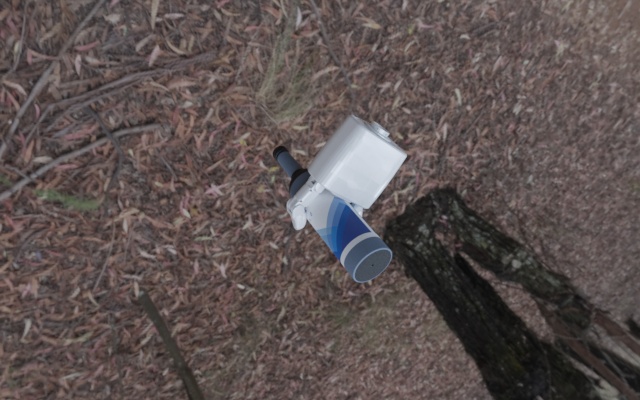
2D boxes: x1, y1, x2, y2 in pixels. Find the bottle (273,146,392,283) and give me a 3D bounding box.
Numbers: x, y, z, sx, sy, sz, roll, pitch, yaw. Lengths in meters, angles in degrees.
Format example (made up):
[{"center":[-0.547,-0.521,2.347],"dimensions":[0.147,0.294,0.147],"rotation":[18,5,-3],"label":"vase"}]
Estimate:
[{"center":[0.000,0.003,0.759],"dimensions":[0.069,0.069,0.295],"rotation":[0,37,-39],"label":"bottle"}]
